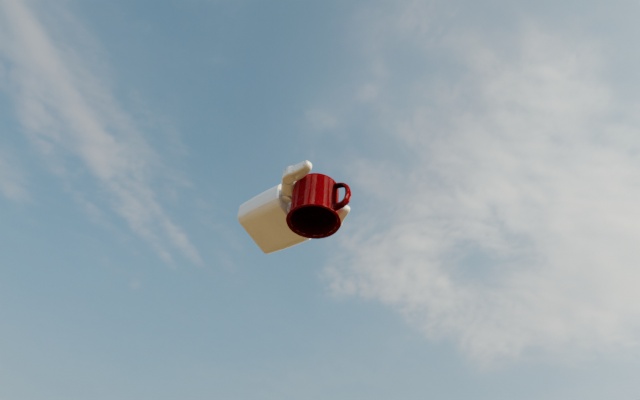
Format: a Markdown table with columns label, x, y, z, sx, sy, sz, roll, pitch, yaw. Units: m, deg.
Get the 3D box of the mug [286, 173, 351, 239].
| label | x | y | z | sx | sy | sz | roll | pitch | yaw |
| --- | --- | --- | --- | --- | --- | --- | --- | --- | --- |
| mug | 0.001 | 0.002 | 0.824 | 0.117 | 0.081 | 0.093 | -23 | -48 | 28 |
